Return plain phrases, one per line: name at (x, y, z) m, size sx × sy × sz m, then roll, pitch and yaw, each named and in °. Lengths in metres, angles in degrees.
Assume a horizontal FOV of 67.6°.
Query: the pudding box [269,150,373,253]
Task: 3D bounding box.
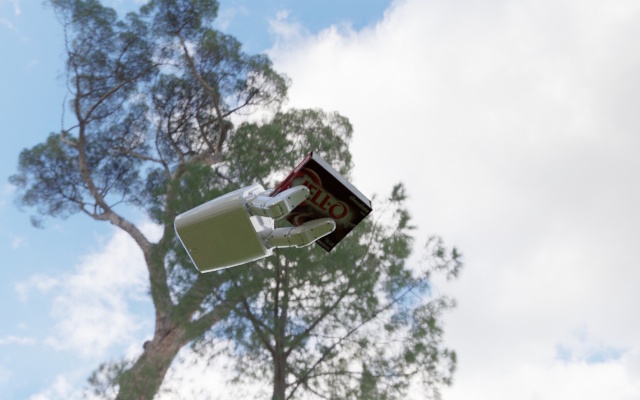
pudding box at (0.000, 0.002, 0.643) m, size 0.113 × 0.090 × 0.039 m, roll 38°, pitch 21°, yaw -16°
